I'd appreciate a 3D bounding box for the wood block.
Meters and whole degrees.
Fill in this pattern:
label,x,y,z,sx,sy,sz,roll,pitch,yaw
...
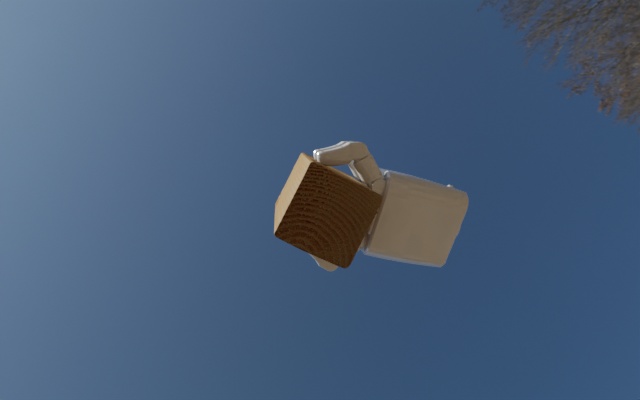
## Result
label,x,y,z,sx,sy,sz,roll,pitch,yaw
wood block,0.000,0.002,0.602,0.090,0.091,0.206,26,5,-8
